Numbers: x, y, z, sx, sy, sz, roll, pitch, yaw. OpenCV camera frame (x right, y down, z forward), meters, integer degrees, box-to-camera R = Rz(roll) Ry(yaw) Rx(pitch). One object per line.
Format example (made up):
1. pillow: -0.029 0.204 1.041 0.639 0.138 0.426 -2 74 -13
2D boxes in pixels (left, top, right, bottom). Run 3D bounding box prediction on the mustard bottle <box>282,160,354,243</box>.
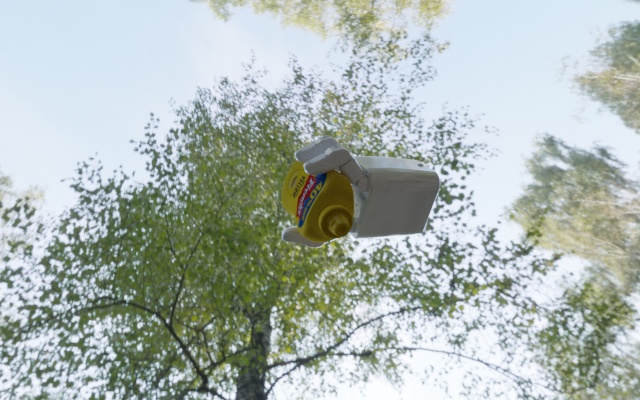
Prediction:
1. mustard bottle: 0.000 0.002 0.635 0.058 0.096 0.191 24 12 -24
